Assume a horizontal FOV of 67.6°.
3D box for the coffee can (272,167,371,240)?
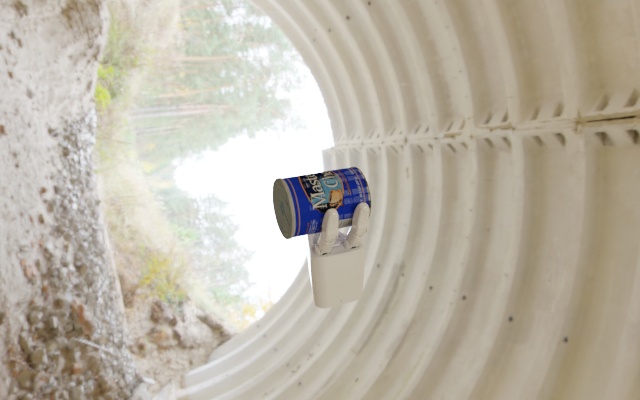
[{"bbox_3d":[0.000,0.002,0.806,0.140,0.103,0.103,-10,3,-20],"label":"coffee can"}]
